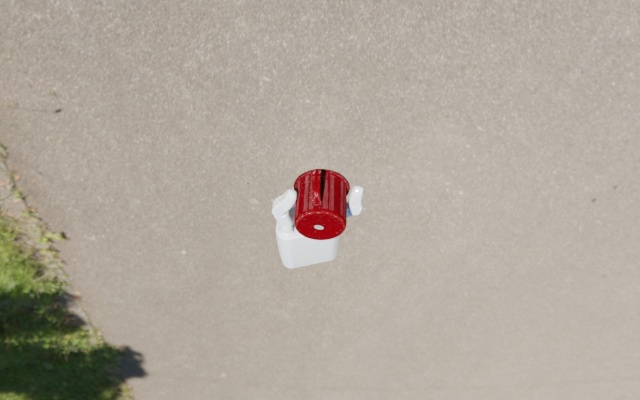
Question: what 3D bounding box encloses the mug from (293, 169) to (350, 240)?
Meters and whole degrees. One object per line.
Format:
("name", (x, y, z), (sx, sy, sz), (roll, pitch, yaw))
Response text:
("mug", (0.000, 0.002, 0.753), (0.093, 0.081, 0.117), (-1, -38, 4))
